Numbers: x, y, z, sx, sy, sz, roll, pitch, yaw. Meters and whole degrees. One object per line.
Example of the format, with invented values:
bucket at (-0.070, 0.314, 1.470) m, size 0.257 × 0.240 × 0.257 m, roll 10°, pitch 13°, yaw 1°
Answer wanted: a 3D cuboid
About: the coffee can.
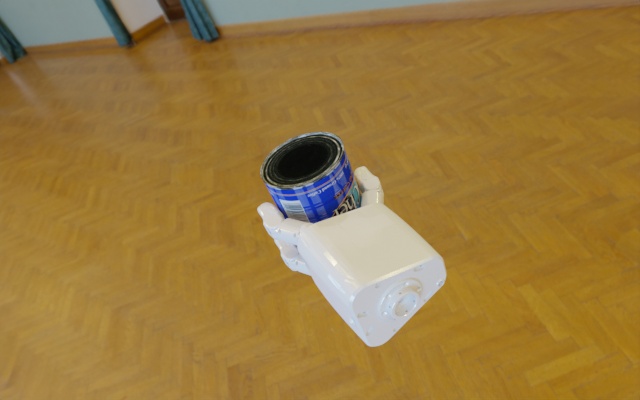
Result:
coffee can at (0.000, 0.002, 0.589) m, size 0.103 × 0.140 × 0.102 m, roll -14°, pitch 39°, yaw 12°
